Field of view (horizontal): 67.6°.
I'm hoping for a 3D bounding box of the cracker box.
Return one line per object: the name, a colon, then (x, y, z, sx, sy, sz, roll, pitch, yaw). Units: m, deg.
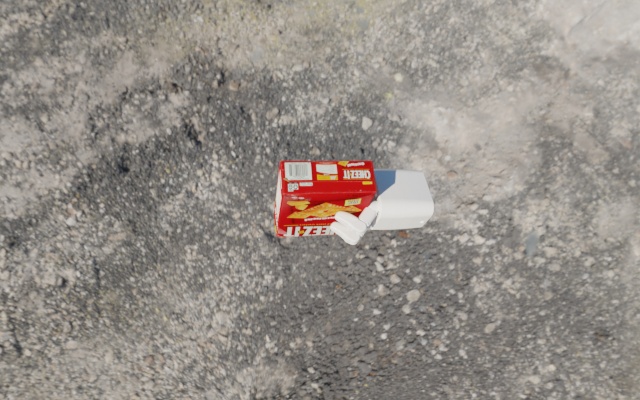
cracker box: (0.000, 0.003, 0.899, 0.164, 0.072, 0.214, -1, -24, -9)
